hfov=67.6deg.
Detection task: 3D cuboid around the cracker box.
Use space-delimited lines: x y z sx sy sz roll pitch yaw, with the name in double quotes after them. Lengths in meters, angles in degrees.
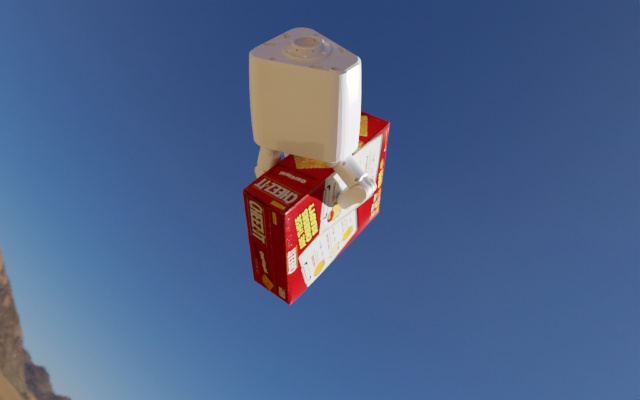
0.000 0.002 0.616 0.072 0.164 0.213 28 49 26 "cracker box"
